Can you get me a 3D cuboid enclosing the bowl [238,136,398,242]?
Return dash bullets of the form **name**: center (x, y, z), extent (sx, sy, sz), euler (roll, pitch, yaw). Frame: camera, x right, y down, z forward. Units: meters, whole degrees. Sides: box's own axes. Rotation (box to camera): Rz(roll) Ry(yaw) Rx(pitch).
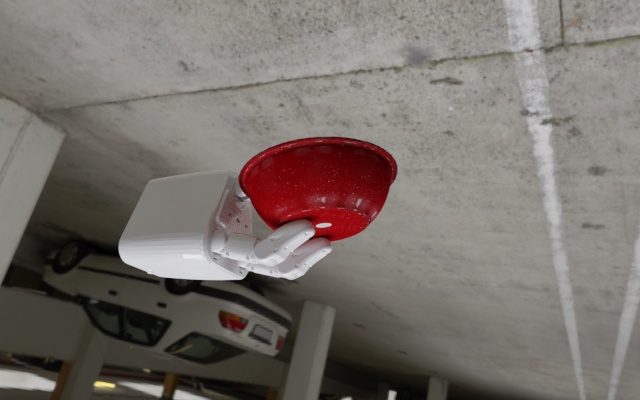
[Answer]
- **bowl**: center (0.001, 0.002, 0.475), extent (0.162, 0.055, 0.162), euler (-4, -25, -2)
